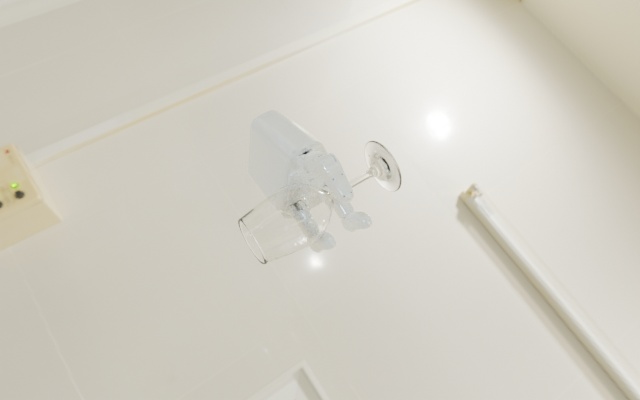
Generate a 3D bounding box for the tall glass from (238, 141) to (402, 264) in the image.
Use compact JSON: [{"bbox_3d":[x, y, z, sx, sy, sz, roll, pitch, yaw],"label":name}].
[{"bbox_3d":[0.001,0.002,0.592,0.201,0.079,0.079,-30,11,-19],"label":"tall glass"}]
